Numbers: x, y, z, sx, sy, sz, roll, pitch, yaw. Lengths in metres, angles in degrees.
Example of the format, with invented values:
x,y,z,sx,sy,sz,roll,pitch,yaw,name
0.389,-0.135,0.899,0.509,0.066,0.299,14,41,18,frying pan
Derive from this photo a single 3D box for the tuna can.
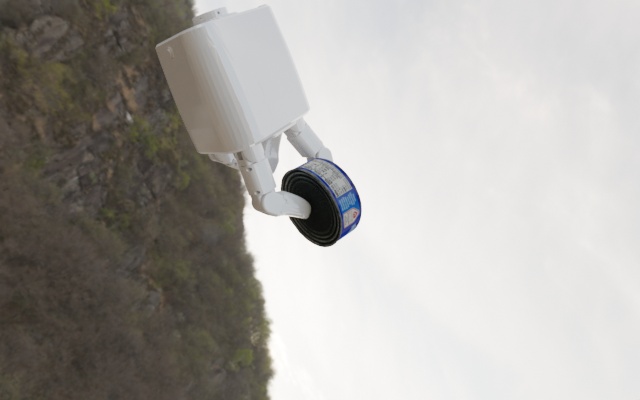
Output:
x,y,z,sx,sy,sz,roll,pitch,yaw,name
0.000,0.001,0.480,0.033,0.086,0.086,-31,19,-34,tuna can
